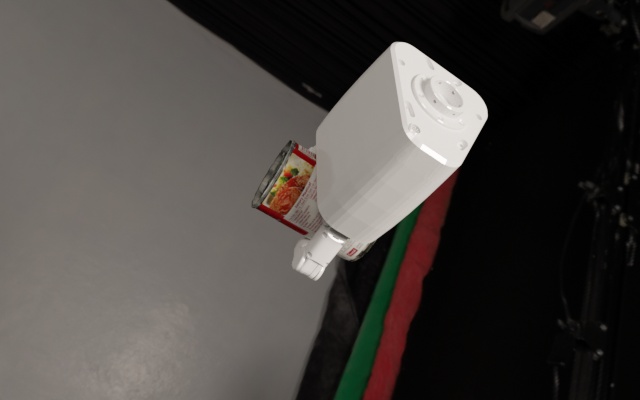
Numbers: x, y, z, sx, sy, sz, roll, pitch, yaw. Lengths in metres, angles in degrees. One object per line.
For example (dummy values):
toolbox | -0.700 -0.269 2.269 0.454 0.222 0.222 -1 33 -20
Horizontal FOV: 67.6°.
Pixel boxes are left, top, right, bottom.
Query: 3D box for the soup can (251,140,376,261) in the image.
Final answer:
soup can | 0.000 0.002 0.422 0.102 0.068 0.068 31 -8 -13
